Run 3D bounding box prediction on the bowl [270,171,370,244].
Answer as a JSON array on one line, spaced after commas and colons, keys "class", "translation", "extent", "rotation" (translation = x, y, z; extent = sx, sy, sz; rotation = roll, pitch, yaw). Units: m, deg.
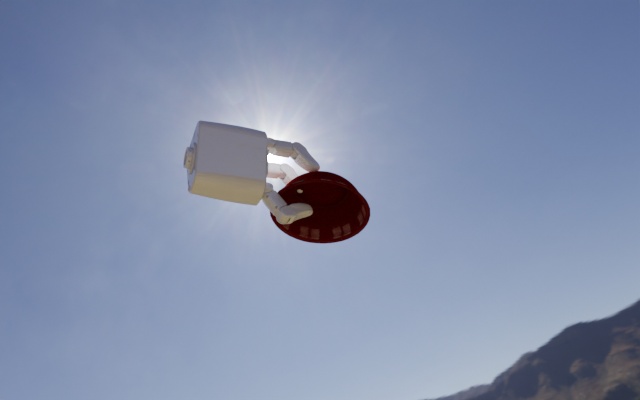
[{"class": "bowl", "translation": [0.001, 0.003, 0.780], "extent": [0.162, 0.055, 0.162], "rotation": [2, -41, 2]}]
